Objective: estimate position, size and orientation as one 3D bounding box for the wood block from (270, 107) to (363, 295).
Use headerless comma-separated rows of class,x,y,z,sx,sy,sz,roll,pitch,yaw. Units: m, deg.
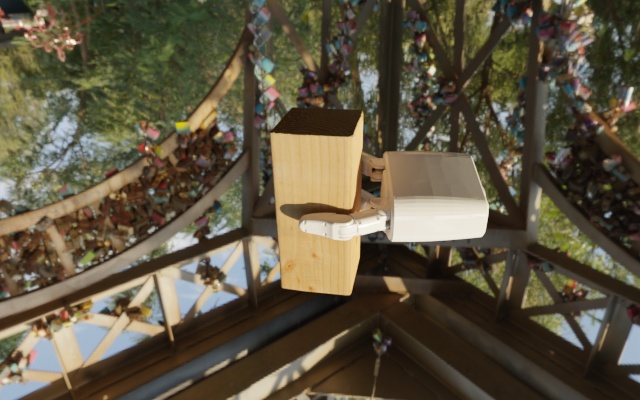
wood block,0.000,0.002,0.575,0.090,0.206,0.090,5,29,11
